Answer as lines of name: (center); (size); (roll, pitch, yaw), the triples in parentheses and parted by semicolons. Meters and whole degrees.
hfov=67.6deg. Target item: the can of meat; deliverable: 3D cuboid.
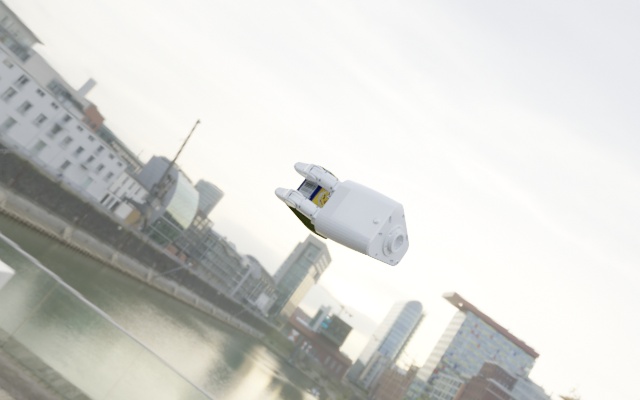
can of meat: (0.000, 0.002, 0.806); (0.057, 0.084, 0.102); (24, -19, 43)
